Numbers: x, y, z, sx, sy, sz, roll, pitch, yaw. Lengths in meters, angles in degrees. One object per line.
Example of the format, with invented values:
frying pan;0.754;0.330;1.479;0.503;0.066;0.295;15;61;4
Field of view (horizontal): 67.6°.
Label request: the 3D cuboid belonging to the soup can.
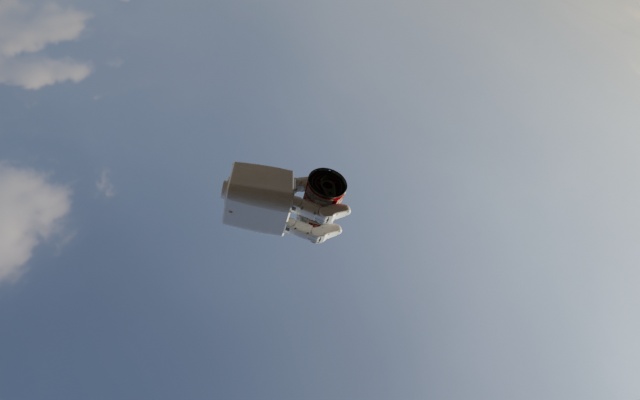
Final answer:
soup can;0.001;0.003;0.828;0.068;0.068;0.102;0;-41;-18
